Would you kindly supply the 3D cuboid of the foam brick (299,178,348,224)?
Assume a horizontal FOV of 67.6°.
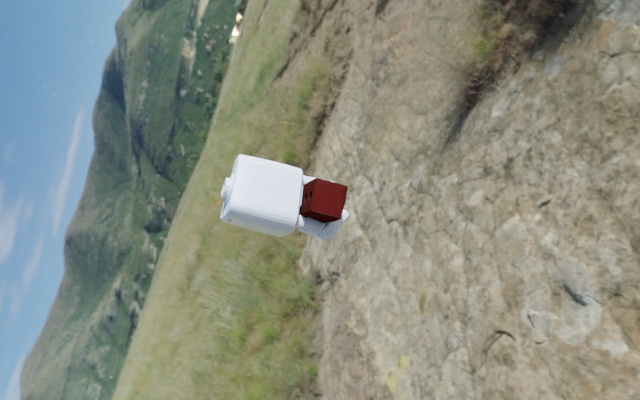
[{"bbox_3d":[0.000,0.002,0.734,0.051,0.053,0.078,16,-14,-17],"label":"foam brick"}]
